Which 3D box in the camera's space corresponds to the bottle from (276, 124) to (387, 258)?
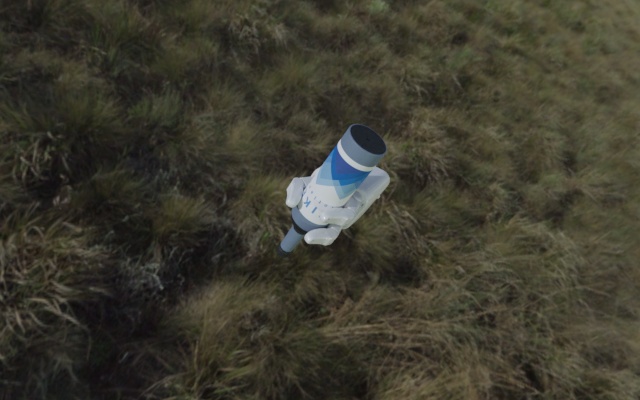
[{"bbox_3d":[0.000,0.002,0.791,0.069,0.069,0.296,0,-39,-38],"label":"bottle"}]
